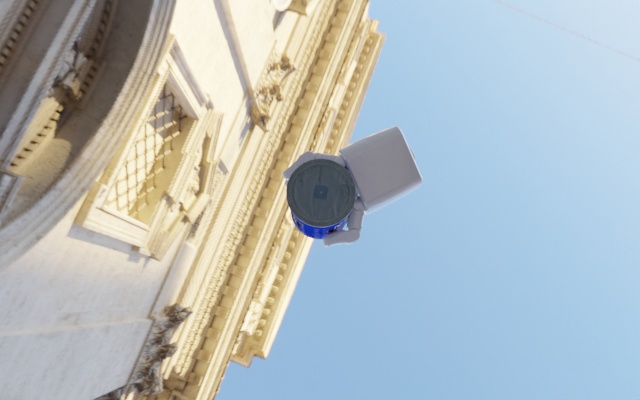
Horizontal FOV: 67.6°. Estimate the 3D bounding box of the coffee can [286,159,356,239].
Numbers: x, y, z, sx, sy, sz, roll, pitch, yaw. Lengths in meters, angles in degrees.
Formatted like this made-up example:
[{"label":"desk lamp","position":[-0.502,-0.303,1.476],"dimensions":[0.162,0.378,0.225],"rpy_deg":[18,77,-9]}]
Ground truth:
[{"label":"coffee can","position":[0.000,0.003,0.763],"dimensions":[0.103,0.102,0.140],"rpy_deg":[0,-12,-1]}]
